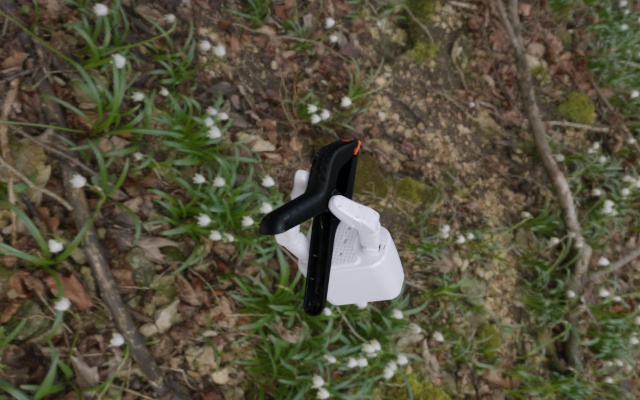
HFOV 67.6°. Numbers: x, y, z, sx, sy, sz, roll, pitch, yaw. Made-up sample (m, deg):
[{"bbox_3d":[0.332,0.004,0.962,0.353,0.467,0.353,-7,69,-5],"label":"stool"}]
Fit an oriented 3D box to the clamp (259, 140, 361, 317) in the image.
[{"bbox_3d":[0.001,0.001,0.527,0.036,0.210,0.165,6,-31,23],"label":"clamp"}]
